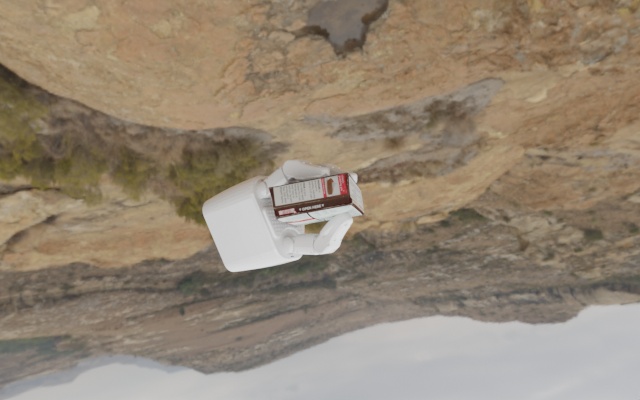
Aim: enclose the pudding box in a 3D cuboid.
[{"bbox_3d":[0.000,0.002,0.557,0.090,0.039,0.113,-11,-8,10],"label":"pudding box"}]
